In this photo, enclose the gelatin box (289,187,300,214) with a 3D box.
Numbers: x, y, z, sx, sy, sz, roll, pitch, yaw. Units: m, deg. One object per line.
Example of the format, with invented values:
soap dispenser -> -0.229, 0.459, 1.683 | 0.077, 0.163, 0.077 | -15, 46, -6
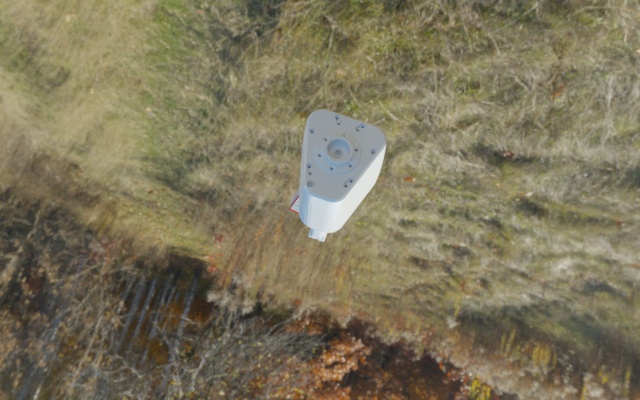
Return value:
gelatin box -> 0.000, 0.003, 0.699 | 0.073, 0.030, 0.089 | 23, -24, -8
